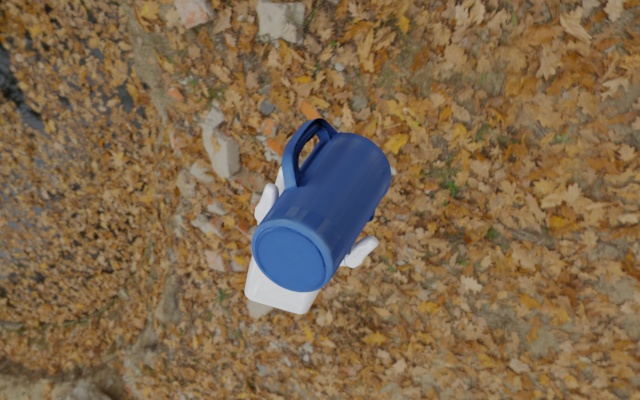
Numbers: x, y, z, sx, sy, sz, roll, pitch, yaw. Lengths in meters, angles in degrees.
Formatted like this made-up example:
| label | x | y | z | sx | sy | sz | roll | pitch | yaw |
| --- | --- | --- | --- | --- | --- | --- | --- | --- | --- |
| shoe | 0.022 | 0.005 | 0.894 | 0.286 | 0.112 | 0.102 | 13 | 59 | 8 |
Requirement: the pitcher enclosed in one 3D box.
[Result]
| label | x | y | z | sx | sy | sz | roll | pitch | yaw |
| --- | --- | --- | --- | --- | --- | --- | --- | --- | --- |
| pitcher | 0.000 | 0.002 | 0.651 | 0.149 | 0.145 | 0.242 | 26 | 36 | 7 |
